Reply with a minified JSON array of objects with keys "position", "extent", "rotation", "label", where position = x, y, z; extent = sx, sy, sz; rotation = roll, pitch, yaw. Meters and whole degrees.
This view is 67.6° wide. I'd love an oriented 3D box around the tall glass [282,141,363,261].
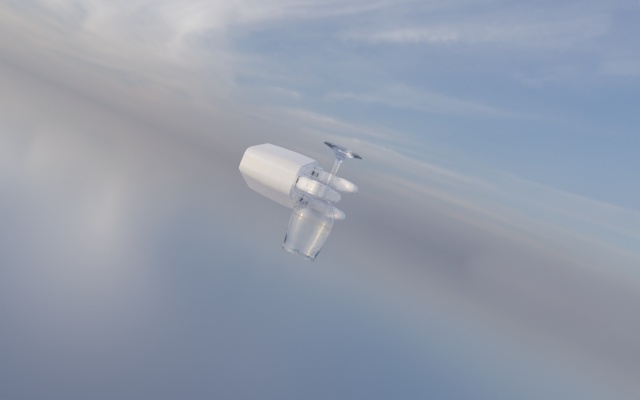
[{"position":[0.001,0.002,0.839],"extent":[0.079,0.201,0.079],"rotation":[23,0,0],"label":"tall glass"}]
